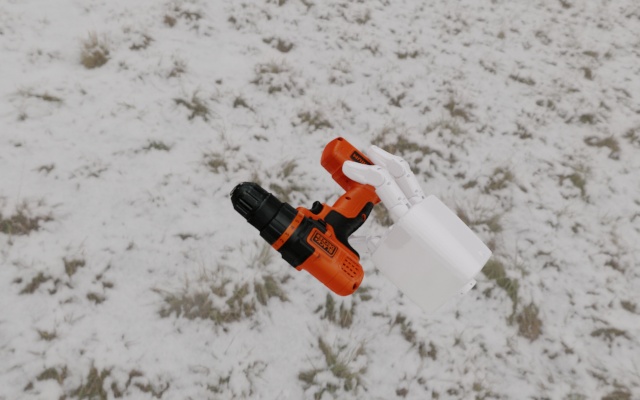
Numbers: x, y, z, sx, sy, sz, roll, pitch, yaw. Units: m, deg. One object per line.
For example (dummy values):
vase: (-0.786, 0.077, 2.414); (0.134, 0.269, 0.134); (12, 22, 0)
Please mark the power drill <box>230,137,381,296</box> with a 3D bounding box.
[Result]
power drill: (0.001, 0.002, 0.600); (0.057, 0.184, 0.187); (-40, 12, 49)
